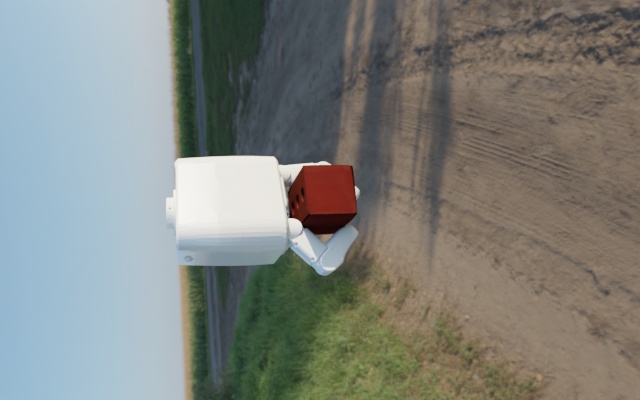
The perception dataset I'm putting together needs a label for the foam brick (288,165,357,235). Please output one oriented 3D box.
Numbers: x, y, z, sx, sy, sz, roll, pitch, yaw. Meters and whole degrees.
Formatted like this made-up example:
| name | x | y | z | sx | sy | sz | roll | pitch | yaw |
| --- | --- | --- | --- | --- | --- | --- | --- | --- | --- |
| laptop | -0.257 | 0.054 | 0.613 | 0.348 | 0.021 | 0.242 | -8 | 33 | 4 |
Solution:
| name | x | y | z | sx | sy | sz | roll | pitch | yaw |
| --- | --- | --- | --- | --- | --- | --- | --- | --- | --- |
| foam brick | 0.000 | 0.001 | 0.494 | 0.051 | 0.053 | 0.078 | 1 | -20 | -16 |
